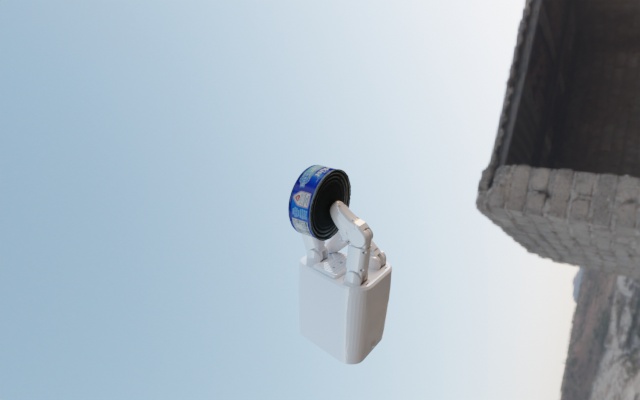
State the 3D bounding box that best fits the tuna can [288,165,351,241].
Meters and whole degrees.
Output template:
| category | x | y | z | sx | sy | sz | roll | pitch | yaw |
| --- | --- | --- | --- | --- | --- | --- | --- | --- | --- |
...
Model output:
| category | x | y | z | sx | sy | sz | roll | pitch | yaw |
| --- | --- | --- | --- | --- | --- | --- | --- | --- | --- |
| tuna can | 0.000 | 0.002 | 0.560 | 0.033 | 0.086 | 0.086 | 16 | 8 | 31 |
